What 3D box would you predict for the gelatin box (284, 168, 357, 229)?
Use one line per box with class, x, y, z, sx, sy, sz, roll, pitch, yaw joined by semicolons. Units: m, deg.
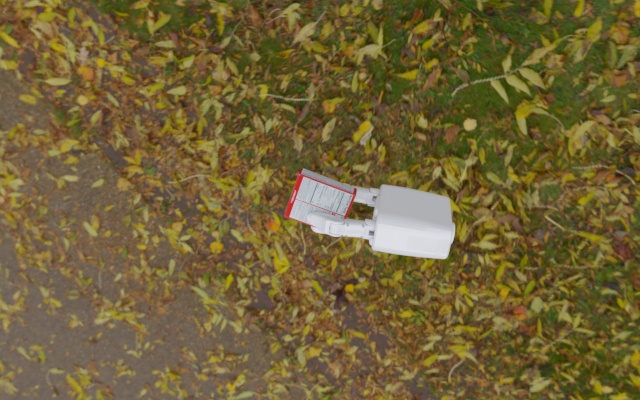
gelatin box;0.000;0.002;0.702;0.089;0.073;0.030;20;25;-2
